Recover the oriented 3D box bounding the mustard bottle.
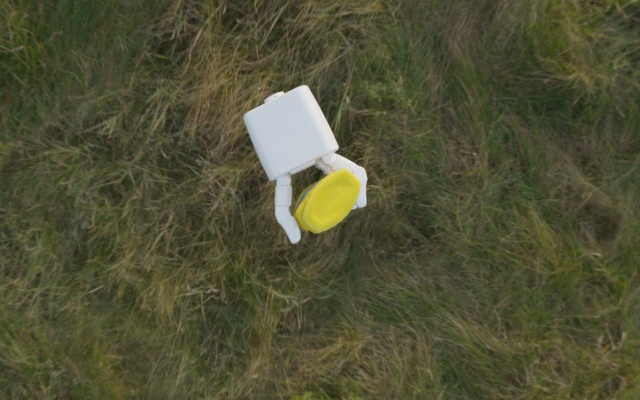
[{"bbox_3d":[0.000,0.003,0.729,0.058,0.096,0.191,40,-7,-7],"label":"mustard bottle"}]
